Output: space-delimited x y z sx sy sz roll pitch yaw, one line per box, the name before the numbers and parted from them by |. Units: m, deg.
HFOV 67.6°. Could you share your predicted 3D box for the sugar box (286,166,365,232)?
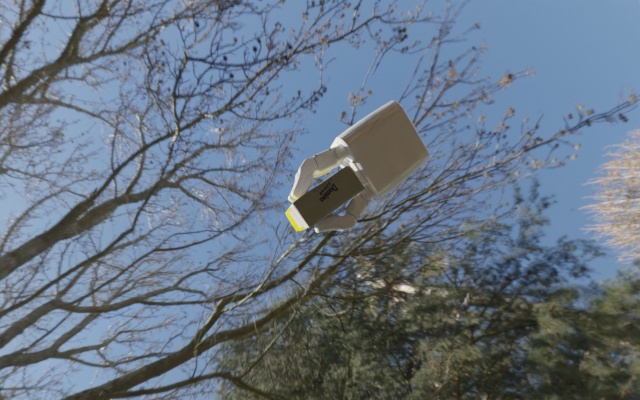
sugar box | 0.000 0.002 0.697 0.093 0.048 0.176 -35 -3 -10
